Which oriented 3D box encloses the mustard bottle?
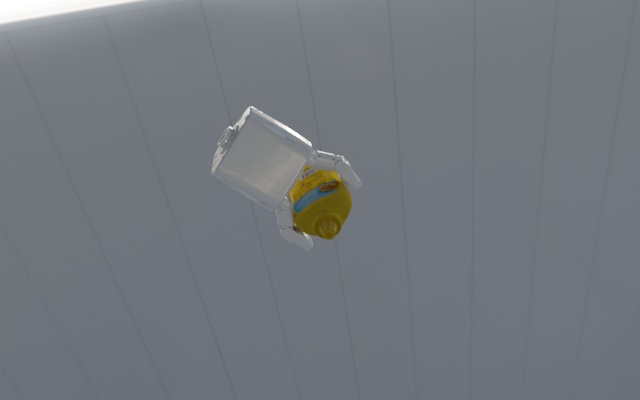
[{"bbox_3d":[0.000,0.003,0.741,0.096,0.058,0.191,-29,28,7],"label":"mustard bottle"}]
